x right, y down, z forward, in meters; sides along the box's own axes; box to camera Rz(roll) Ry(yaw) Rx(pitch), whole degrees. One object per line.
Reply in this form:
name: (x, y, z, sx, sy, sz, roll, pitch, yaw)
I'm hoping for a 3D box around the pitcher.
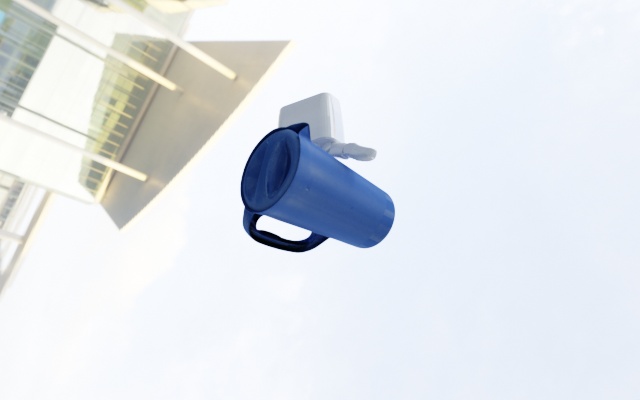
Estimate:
pitcher: (0.000, 0.002, 0.750, 0.149, 0.145, 0.243, -27, -39, 36)
